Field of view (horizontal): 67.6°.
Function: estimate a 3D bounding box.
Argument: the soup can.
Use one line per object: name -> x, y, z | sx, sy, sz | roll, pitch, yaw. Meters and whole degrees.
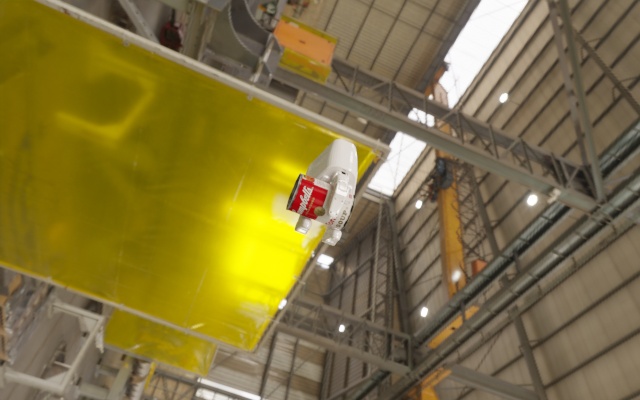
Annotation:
soup can -> 0.000, 0.003, 0.818 | 0.102, 0.068, 0.068 | 22, -4, -9
